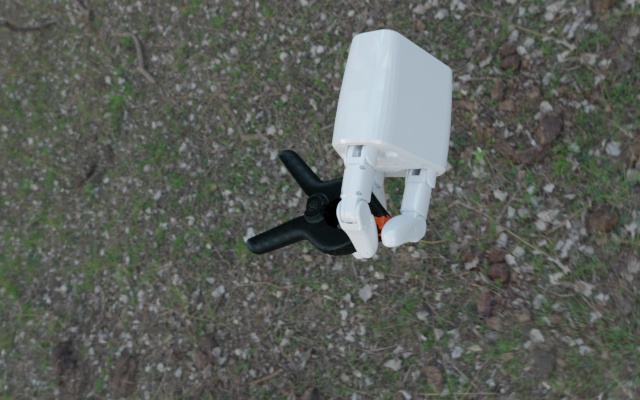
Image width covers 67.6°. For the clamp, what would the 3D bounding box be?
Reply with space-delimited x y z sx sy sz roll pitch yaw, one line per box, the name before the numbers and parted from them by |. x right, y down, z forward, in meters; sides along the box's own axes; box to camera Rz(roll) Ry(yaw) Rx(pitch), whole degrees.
clamp | 0.000 0.002 0.488 0.171 0.120 0.039 1 -12 34
